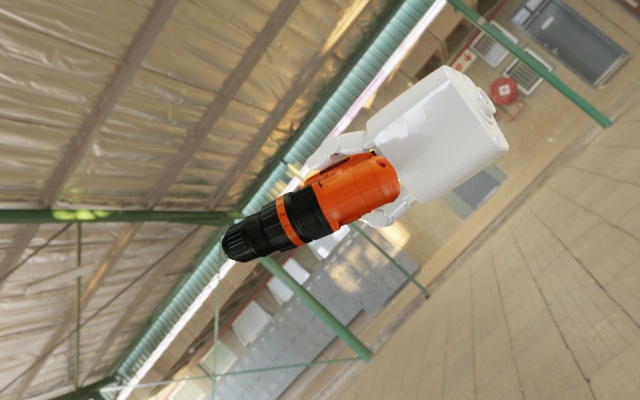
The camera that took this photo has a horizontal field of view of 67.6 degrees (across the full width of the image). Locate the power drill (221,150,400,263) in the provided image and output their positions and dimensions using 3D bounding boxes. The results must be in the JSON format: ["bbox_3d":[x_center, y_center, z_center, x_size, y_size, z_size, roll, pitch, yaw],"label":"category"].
[{"bbox_3d":[0.000,0.001,0.517,0.184,0.057,0.187,-23,7,14],"label":"power drill"}]
